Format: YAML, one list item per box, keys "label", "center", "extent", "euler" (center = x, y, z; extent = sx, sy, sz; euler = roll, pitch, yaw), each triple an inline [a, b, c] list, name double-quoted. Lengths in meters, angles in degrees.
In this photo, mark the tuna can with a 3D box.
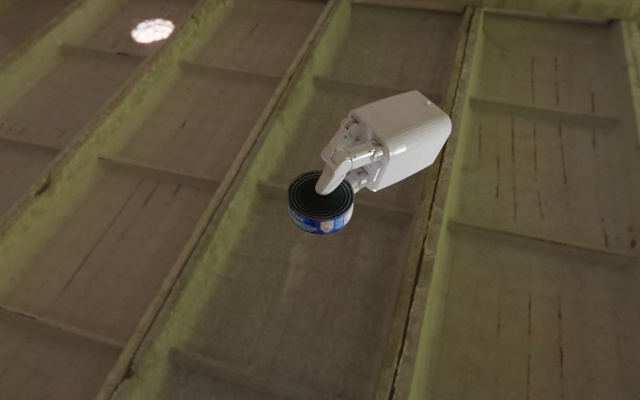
- label: "tuna can"
  center: [0.000, 0.002, 0.619]
  extent: [0.086, 0.086, 0.034]
  euler: [0, -42, -3]
